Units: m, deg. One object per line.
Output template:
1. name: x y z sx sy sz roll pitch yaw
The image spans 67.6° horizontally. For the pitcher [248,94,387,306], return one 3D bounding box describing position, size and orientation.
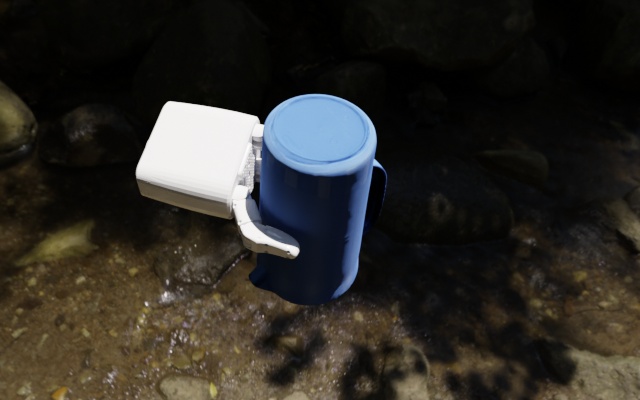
1. pitcher: 0.000 0.002 0.540 0.145 0.149 0.243 13 -38 5
